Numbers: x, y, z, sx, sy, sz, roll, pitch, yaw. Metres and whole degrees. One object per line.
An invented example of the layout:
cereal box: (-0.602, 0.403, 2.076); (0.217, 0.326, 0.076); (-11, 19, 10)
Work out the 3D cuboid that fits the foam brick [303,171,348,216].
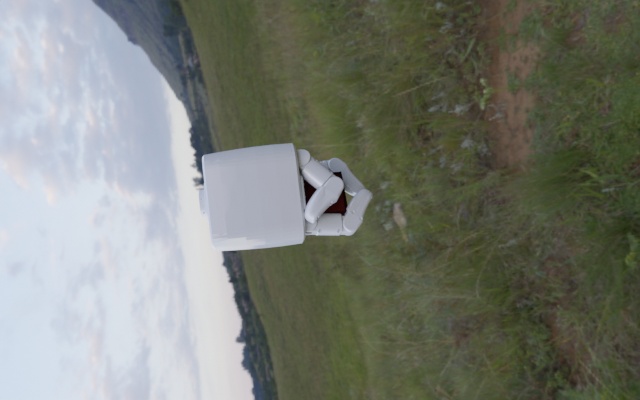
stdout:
foam brick: (0.000, 0.002, 0.603); (0.051, 0.053, 0.078); (-7, -17, -9)
